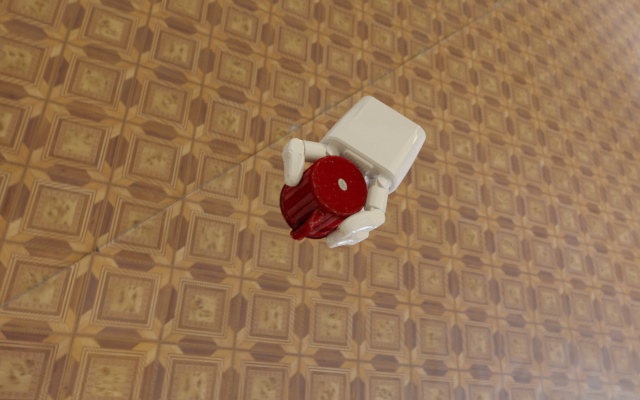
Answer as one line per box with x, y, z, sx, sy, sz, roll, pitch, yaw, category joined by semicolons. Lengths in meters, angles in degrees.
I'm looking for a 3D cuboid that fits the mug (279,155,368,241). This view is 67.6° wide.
-0.001;0.003;0.599;0.117;0.093;0.081;-53;10;-34;mug
